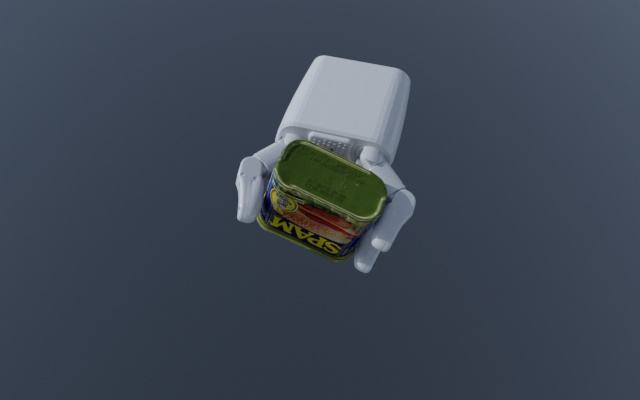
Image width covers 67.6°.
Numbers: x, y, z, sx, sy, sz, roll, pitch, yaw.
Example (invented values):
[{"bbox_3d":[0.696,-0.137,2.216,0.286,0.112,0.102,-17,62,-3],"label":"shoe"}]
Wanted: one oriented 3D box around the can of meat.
[{"bbox_3d":[0.000,0.001,0.427,0.102,0.057,0.084,25,-32,-2],"label":"can of meat"}]
